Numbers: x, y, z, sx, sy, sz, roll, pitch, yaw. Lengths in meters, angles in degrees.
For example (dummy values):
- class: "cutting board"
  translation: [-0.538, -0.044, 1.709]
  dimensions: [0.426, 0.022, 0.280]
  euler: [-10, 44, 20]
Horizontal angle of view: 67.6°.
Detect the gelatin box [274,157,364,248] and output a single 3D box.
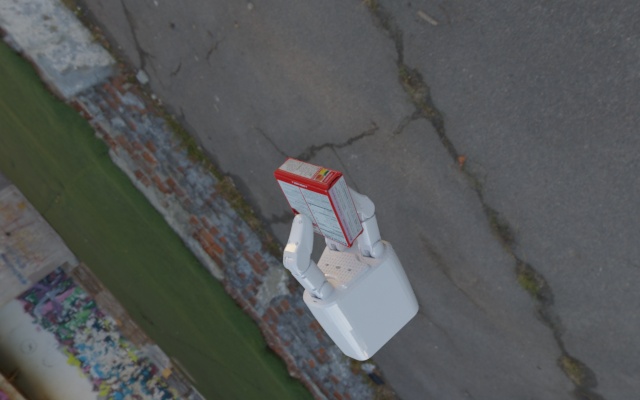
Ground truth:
- class: "gelatin box"
  translation: [0.000, 0.002, 0.497]
  dimensions: [0.073, 0.030, 0.089]
  euler: [20, -32, 38]
